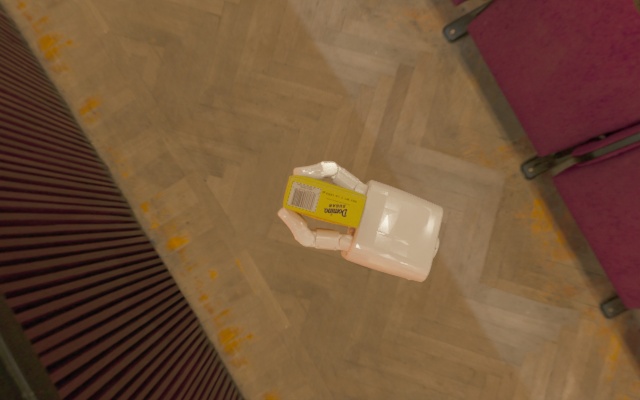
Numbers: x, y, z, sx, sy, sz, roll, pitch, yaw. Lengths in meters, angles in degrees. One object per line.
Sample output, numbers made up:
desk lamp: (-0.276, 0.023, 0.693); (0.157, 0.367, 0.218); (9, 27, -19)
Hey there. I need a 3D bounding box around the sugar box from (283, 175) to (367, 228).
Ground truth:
sugar box: (0.000, 0.003, 0.629); (0.093, 0.048, 0.176); (17, -4, -2)
